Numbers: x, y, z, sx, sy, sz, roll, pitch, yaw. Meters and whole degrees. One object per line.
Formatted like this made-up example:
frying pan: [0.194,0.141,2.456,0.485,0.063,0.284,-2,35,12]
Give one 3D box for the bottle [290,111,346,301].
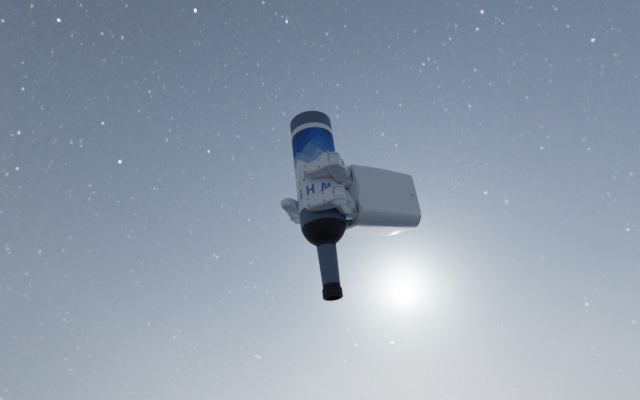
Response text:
bottle: [0.000,0.002,0.705,0.069,0.295,0.069,-6,-29,-3]
